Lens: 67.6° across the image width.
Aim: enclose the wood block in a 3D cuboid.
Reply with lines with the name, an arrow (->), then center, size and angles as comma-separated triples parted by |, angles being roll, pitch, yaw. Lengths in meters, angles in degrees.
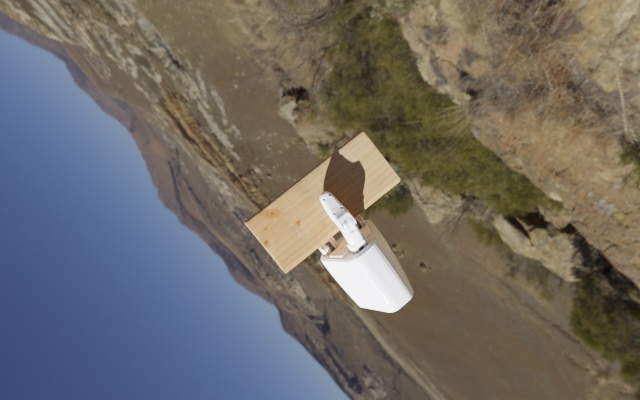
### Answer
wood block -> 0.000, 0.003, 0.689 | 0.206, 0.090, 0.091 | -39, 3, -9
